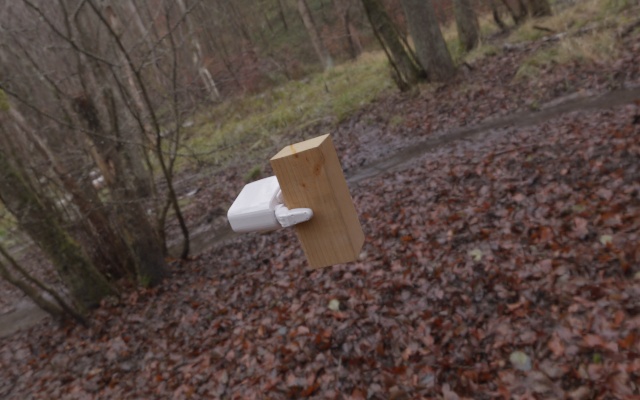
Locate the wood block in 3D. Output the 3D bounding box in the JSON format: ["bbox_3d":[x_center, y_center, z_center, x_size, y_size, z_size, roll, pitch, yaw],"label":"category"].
[{"bbox_3d":[0.000,0.003,0.829,0.090,0.206,0.090,-14,17,20],"label":"wood block"}]
